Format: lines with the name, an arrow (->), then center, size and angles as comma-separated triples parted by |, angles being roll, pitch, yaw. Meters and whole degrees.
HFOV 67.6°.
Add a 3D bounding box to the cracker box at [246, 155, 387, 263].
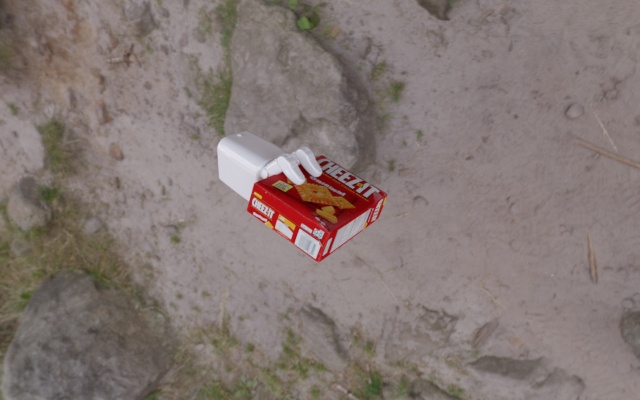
cracker box -> 0.000, 0.003, 0.865 | 0.164, 0.072, 0.213 | 33, 34, 20
